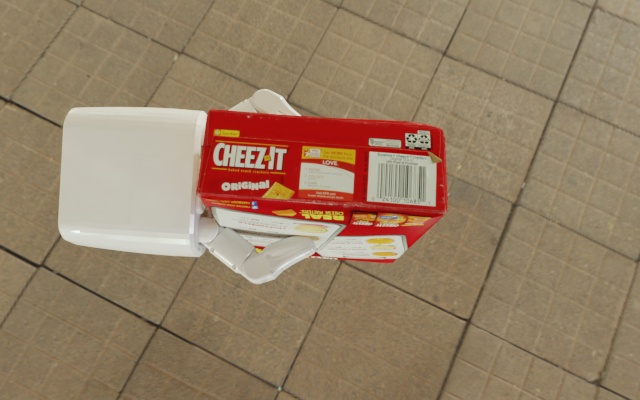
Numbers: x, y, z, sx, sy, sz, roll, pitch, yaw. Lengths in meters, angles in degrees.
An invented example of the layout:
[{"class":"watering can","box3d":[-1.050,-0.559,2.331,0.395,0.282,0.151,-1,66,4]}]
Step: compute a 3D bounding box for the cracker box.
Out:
[{"class":"cracker box","box3d":[0.000,0.001,0.413,0.164,0.072,0.214,4,-16,0]}]
